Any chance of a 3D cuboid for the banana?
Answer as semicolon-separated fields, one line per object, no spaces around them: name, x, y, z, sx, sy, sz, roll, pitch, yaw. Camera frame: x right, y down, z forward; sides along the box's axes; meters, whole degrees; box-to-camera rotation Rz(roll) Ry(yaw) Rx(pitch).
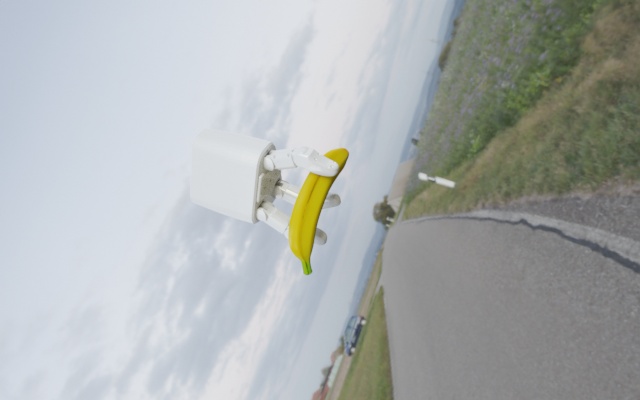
banana;-0.005;-0.004;0.645;0.037;0.197;0.070;12;-24;19
